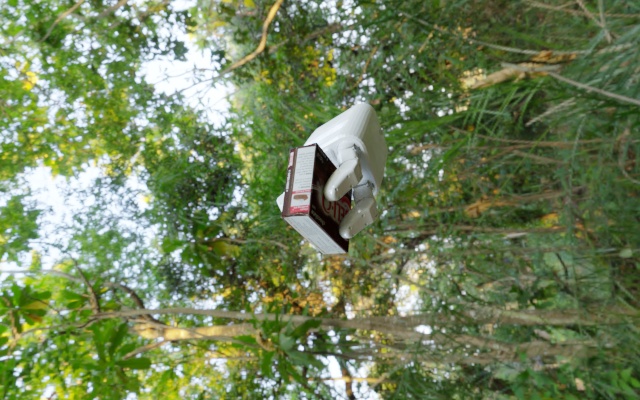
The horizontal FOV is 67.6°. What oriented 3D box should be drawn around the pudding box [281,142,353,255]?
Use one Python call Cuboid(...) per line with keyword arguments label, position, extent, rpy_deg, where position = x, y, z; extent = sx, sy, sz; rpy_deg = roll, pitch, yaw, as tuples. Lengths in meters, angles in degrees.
Cuboid(label="pudding box", position=(0.000, 0.002, 0.551), extent=(0.039, 0.090, 0.113), rpy_deg=(-9, -30, 25))
